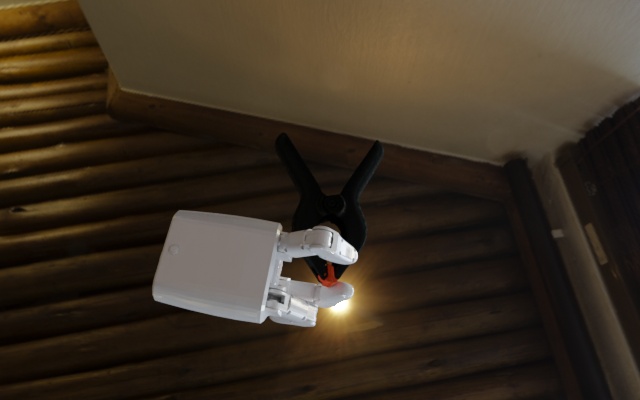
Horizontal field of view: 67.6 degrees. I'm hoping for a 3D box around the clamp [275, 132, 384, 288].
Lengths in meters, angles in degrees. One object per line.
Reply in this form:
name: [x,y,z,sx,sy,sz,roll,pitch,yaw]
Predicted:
clamp: [0.000,0.002,0.506,0.120,0.171,0.039,9,-23,1]
